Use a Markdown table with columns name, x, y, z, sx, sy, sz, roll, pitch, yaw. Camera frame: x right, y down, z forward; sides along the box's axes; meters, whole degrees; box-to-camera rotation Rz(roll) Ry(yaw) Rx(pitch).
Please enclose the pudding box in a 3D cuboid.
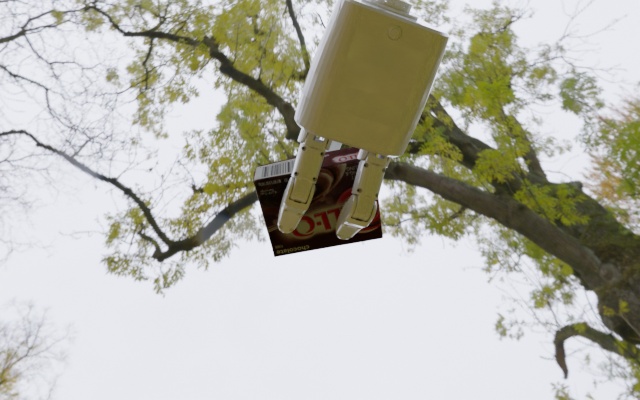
| name | x | y | z | sx | sy | sz | roll | pitch | yaw |
| --- | --- | --- | --- | --- | --- | --- | --- | --- | --- |
| pudding box | 0.000 | 0.001 | 0.462 | 0.113 | 0.090 | 0.039 | -9 | 31 | 3 |
